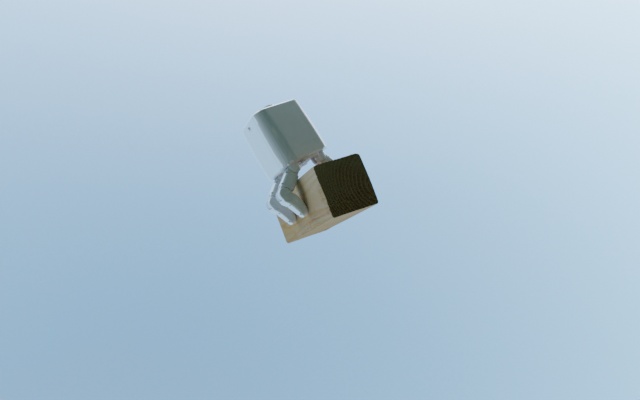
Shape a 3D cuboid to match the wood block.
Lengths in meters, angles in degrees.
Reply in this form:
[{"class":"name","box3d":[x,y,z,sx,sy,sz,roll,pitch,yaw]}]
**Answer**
[{"class":"wood block","box3d":[0.000,0.002,0.835,0.091,0.090,0.206,-18,-7,-27]}]
